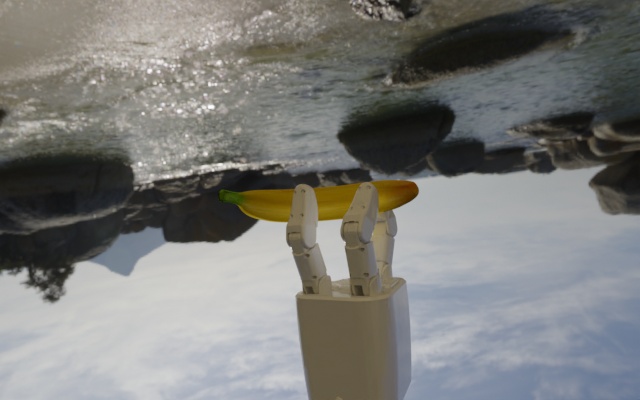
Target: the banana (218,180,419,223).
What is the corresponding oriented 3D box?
[{"bbox_3d":[0.001,0.003,0.487,0.198,0.037,0.069,-4,-3,12],"label":"banana"}]
